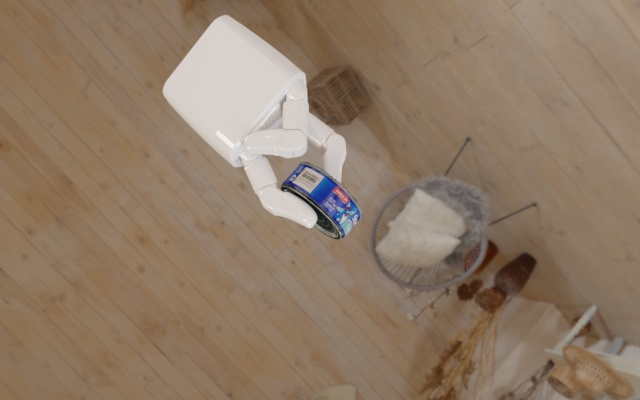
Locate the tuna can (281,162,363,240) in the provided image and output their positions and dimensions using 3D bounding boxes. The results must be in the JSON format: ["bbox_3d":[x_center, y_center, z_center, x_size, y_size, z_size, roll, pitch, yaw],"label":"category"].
[{"bbox_3d":[0.000,0.002,0.494,0.086,0.033,0.086,38,-15,12],"label":"tuna can"}]
